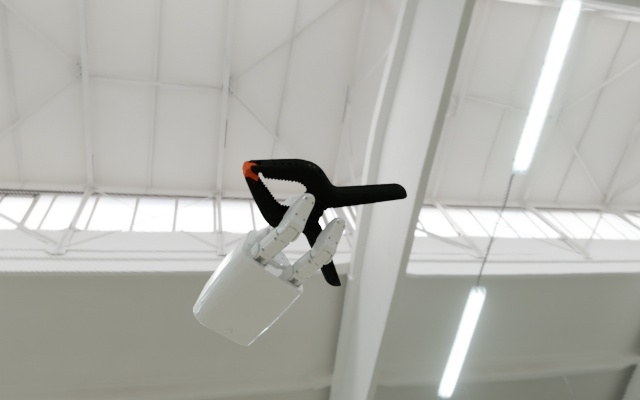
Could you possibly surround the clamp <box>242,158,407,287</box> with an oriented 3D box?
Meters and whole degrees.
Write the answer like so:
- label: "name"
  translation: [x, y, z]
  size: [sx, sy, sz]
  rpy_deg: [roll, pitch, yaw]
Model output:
- label: "clamp"
  translation: [-0.001, 0.002, 0.600]
  size: [0.210, 0.164, 0.036]
  rpy_deg: [37, 8, -27]
